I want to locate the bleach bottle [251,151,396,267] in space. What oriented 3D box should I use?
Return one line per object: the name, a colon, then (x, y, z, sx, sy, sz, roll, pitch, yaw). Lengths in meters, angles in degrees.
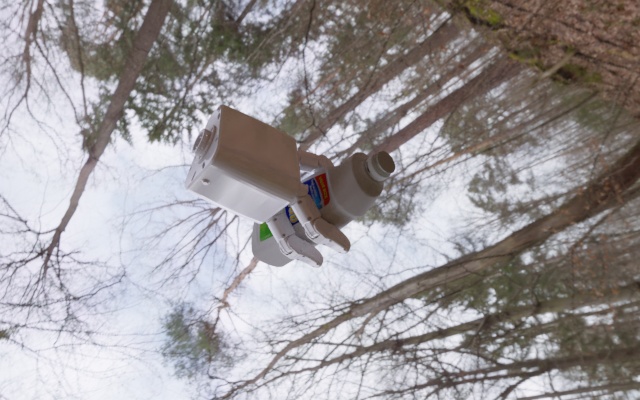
bleach bottle: (0.000, 0.002, 0.622, 0.068, 0.102, 0.251, 25, -39, -27)
